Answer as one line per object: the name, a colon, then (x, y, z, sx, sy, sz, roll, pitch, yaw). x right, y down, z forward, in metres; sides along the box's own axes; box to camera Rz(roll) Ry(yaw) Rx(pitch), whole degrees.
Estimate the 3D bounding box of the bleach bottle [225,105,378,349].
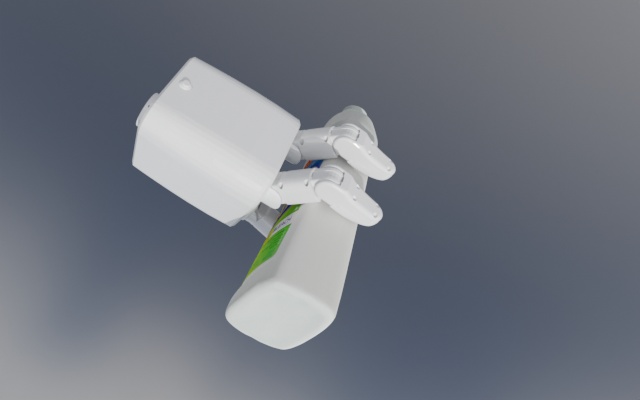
bleach bottle: (0.000, 0.001, 0.439, 0.068, 0.250, 0.103, 32, -43, -13)
